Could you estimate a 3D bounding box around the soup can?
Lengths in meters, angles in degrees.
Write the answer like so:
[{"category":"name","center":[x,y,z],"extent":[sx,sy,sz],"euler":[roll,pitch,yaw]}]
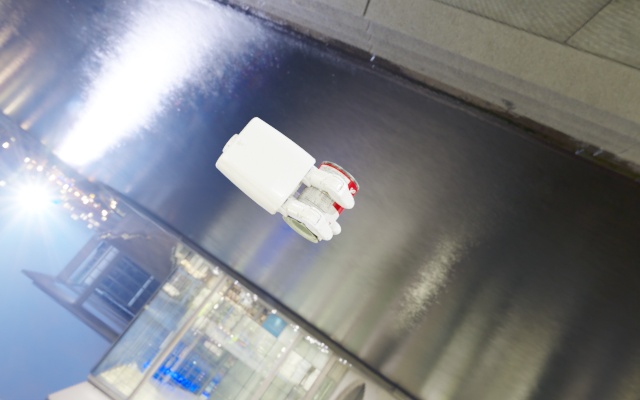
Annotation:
[{"category":"soup can","center":[0.000,0.003,0.698],"extent":[0.068,0.102,0.068],"euler":[34,-15,11]}]
